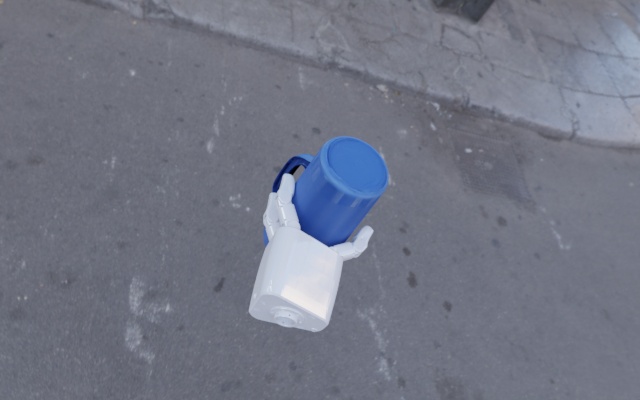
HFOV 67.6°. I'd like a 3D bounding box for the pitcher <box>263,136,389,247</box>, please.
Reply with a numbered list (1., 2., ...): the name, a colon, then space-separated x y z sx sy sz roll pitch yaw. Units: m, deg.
1. pitcher: 0.000 0.003 0.757 0.149 0.145 0.243 24 -39 -9
